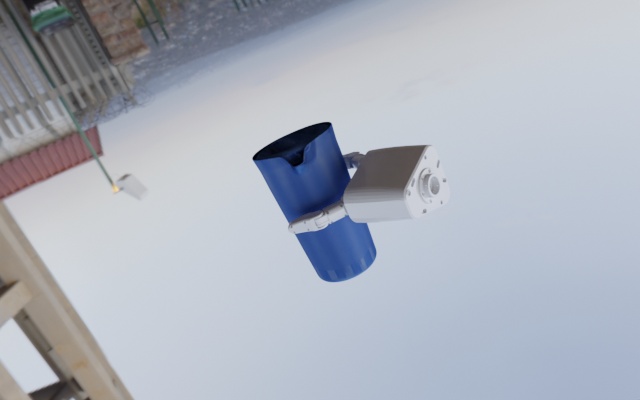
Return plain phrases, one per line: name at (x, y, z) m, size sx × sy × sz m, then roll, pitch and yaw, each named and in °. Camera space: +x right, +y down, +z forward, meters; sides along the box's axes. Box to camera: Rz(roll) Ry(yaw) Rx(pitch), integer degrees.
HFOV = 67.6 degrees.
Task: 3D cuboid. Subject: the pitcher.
pitcher at (0.000, 0.003, 0.776) m, size 0.145 × 0.243 × 0.149 m, roll -5°, pitch 27°, yaw 44°
